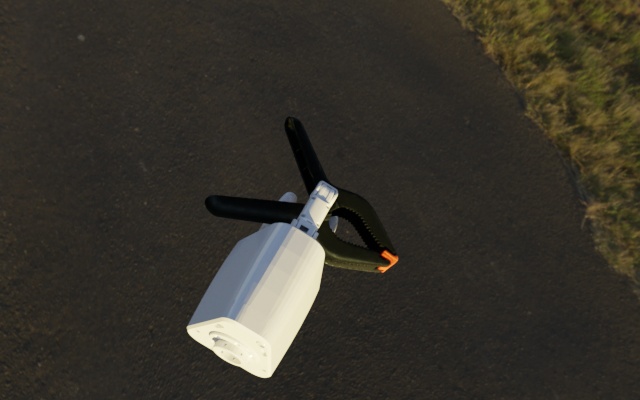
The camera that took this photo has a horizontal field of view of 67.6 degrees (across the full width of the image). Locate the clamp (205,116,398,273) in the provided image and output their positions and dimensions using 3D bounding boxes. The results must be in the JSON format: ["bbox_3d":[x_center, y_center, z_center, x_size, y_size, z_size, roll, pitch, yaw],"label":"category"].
[{"bbox_3d":[0.001,0.002,0.541,0.210,0.164,0.036,32,-33,-3],"label":"clamp"}]
